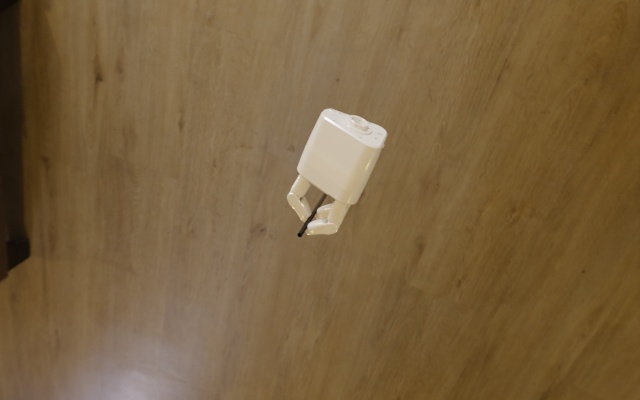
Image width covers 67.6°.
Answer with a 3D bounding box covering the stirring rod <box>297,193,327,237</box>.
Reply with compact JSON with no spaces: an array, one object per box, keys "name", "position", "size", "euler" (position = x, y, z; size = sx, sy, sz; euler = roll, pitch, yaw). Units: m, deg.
[{"name":"stirring rod","position":[0.000,0.003,0.860],"size":[0.011,0.011,0.239],"euler":[0,26,18]}]
